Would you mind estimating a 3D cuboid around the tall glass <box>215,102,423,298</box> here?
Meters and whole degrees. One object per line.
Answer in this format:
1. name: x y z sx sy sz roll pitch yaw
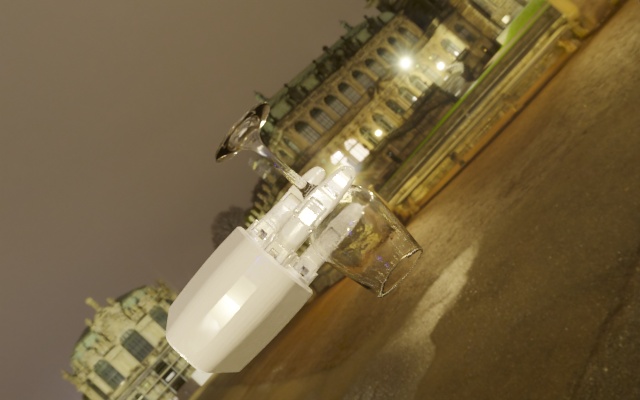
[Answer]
1. tall glass: 0.000 0.001 0.448 0.201 0.079 0.079 41 2 3
